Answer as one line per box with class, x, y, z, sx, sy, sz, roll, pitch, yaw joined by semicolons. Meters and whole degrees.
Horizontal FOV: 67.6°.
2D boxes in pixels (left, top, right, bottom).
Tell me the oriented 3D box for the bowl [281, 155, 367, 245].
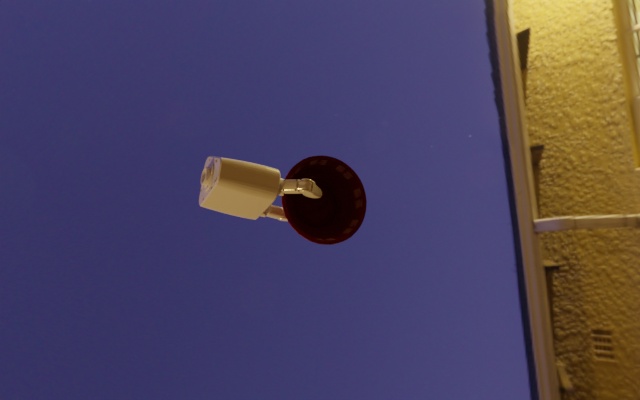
bowl;0.001;0.003;0.867;0.162;0.162;0.055;0;-11;-20
